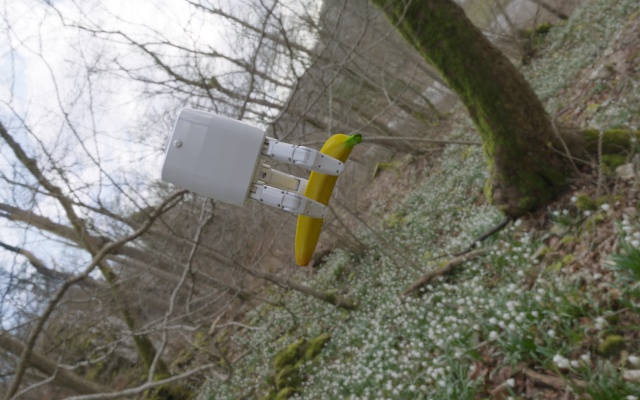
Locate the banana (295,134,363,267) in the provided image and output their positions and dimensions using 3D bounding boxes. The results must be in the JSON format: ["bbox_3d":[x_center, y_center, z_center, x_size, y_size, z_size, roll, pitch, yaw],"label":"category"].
[{"bbox_3d":[0.000,-0.009,0.630,0.037,0.198,0.069,16,23,-11],"label":"banana"}]
